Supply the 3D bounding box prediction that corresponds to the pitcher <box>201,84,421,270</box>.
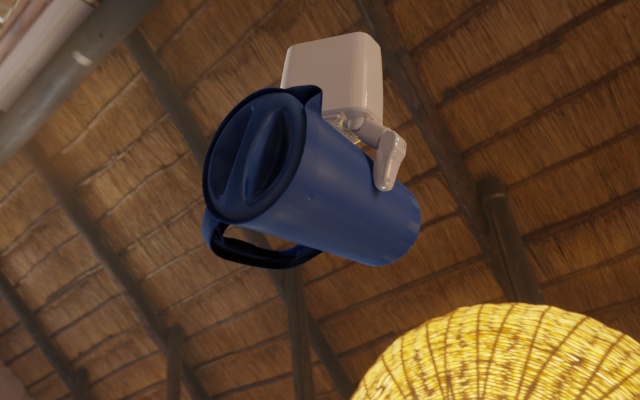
[{"bbox_3d":[0.000,0.001,0.512,0.149,0.145,0.243,-14,-27,36],"label":"pitcher"}]
